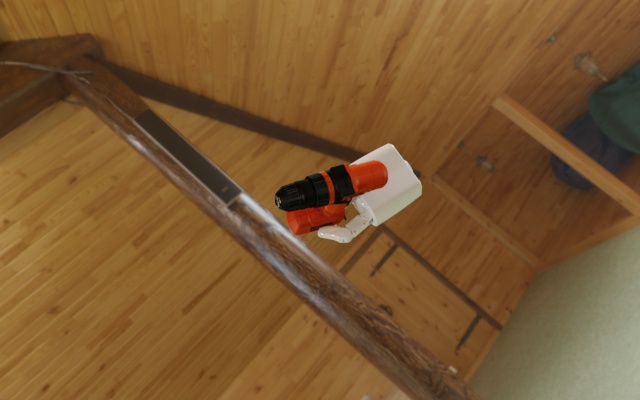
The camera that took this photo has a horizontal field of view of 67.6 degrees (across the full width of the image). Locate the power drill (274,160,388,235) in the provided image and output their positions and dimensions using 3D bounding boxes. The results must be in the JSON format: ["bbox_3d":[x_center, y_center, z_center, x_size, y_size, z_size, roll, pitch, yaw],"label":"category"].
[{"bbox_3d":[0.000,0.003,0.777,0.184,0.057,0.188,-14,-14,-21],"label":"power drill"}]
